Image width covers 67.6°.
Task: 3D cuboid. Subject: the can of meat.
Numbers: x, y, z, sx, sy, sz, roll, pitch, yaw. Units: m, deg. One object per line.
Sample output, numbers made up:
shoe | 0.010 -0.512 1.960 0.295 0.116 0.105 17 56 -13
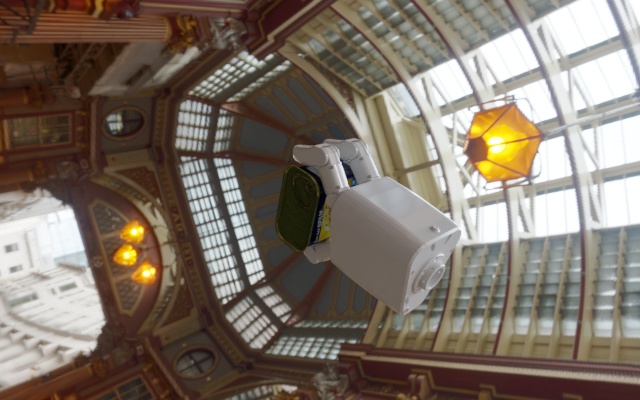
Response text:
can of meat | 0.000 0.002 0.571 0.084 0.102 0.057 -18 41 -42
